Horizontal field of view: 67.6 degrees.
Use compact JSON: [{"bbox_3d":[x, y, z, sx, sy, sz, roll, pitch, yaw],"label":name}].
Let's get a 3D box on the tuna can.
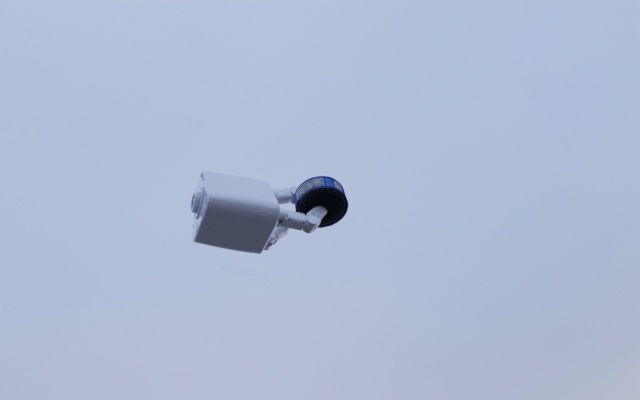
[{"bbox_3d":[0.000,0.002,0.774,0.086,0.086,0.033,0,40,-12],"label":"tuna can"}]
